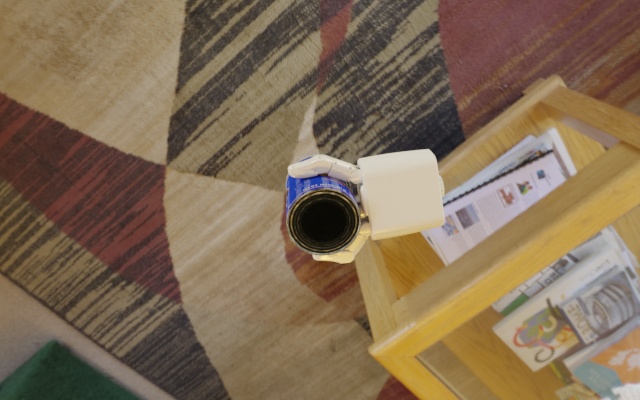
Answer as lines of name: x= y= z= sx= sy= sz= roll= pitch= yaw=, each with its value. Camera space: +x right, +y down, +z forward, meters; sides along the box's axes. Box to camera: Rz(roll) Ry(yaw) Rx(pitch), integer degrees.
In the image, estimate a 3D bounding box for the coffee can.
coffee can: x=0.000 y=0.002 z=0.708 sx=0.103 sy=0.103 sz=0.140 roll=0 pitch=24 yaw=-4
